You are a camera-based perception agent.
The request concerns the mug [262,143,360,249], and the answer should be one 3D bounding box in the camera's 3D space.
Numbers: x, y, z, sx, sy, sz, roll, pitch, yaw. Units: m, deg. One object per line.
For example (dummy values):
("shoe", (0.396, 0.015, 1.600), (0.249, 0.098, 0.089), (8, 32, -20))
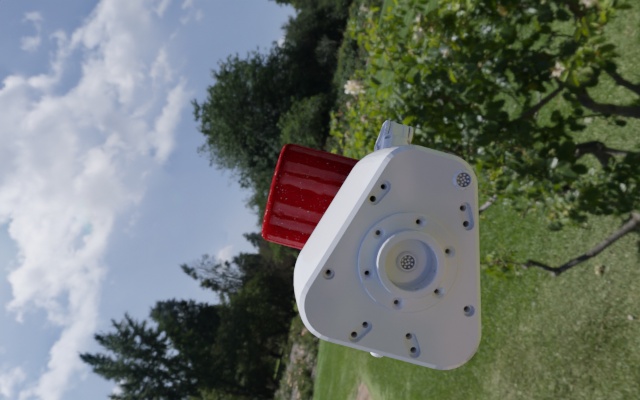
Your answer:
("mug", (0.000, 0.001, 0.402), (0.081, 0.093, 0.117), (14, 1, -2))
